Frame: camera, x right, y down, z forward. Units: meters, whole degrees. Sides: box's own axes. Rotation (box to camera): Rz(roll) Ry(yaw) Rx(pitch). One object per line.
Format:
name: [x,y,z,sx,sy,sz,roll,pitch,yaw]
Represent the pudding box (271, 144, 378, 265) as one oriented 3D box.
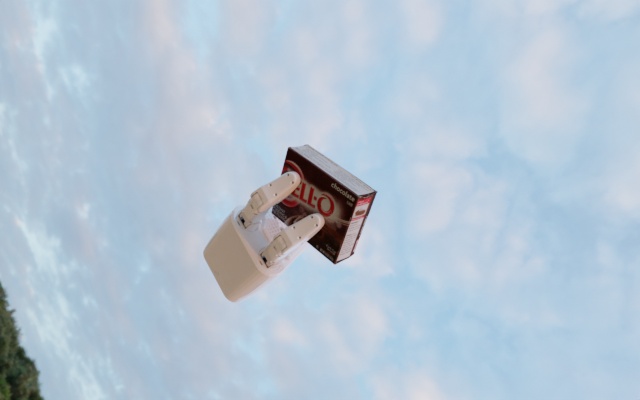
pudding box: [0.000,0.002,0.536,0.113,0.090,0.039,35,35,29]
